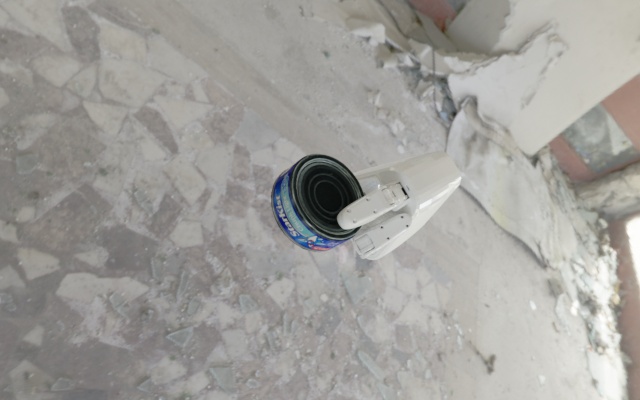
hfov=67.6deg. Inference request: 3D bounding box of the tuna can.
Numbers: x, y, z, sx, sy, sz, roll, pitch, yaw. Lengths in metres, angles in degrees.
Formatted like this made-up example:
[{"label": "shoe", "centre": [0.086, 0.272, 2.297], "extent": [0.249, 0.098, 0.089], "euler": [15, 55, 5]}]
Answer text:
[{"label": "tuna can", "centre": [0.000, 0.001, 0.435], "extent": [0.086, 0.086, 0.034], "euler": [0, -21, -38]}]
